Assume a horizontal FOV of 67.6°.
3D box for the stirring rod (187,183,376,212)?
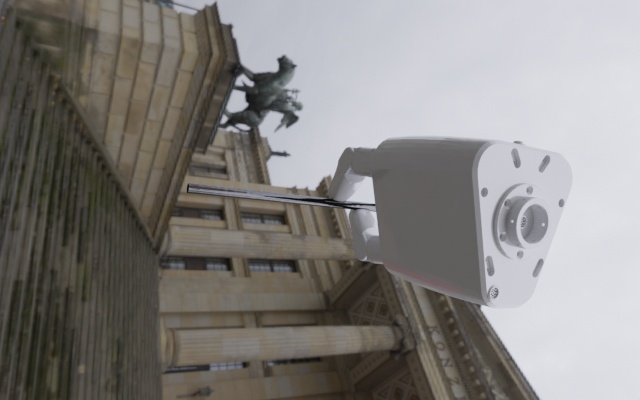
[{"bbox_3d":[0.000,0.001,0.437,0.239,0.011,0.011,6,-3,-28],"label":"stirring rod"}]
